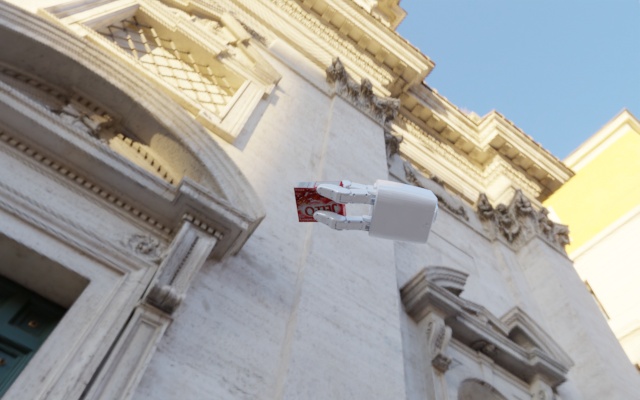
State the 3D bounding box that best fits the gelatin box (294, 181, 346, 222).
[{"bbox_3d":[0.000,0.003,0.871,0.089,0.073,0.030,0,29,14],"label":"gelatin box"}]
